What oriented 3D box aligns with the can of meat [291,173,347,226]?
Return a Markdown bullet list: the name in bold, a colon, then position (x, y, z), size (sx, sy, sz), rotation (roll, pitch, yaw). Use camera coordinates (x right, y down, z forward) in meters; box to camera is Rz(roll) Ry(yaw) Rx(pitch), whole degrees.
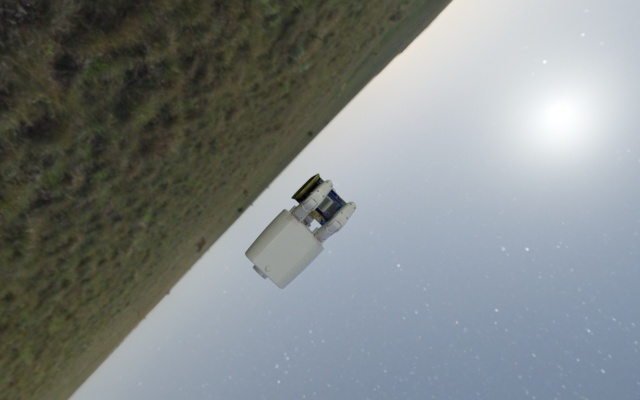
- **can of meat**: position (0.000, 0.003, 0.858), size (0.084, 0.057, 0.102), rotation (45, -9, -6)
